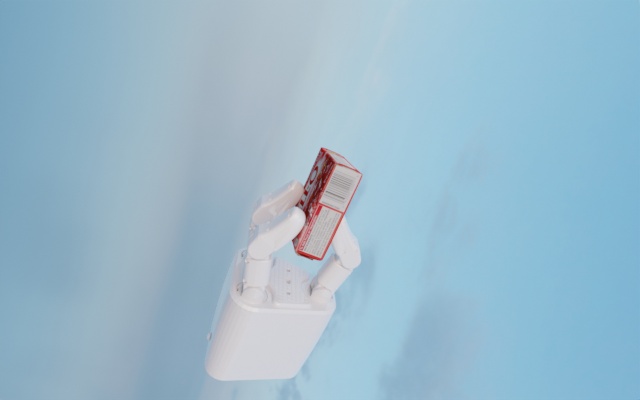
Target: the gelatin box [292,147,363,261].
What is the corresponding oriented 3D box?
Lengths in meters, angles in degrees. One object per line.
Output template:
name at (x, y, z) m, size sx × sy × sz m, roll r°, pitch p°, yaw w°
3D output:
gelatin box at (0.001, 0.001, 0.441) m, size 0.030 × 0.089 × 0.073 m, roll 22°, pitch 12°, yaw -15°
